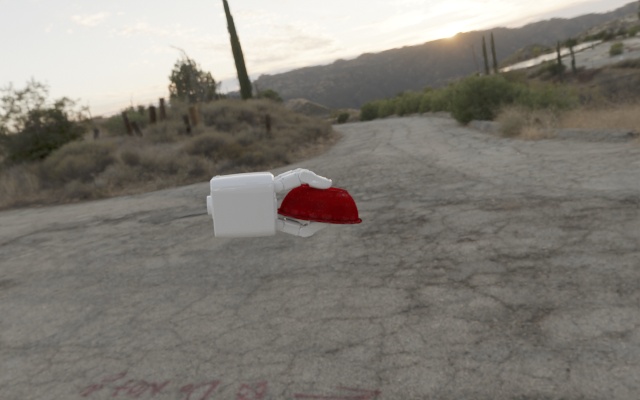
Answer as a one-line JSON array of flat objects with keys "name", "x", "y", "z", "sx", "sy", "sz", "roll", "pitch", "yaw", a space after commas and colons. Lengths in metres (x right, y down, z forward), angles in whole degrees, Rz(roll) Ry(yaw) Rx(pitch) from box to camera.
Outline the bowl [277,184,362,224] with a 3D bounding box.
[{"name": "bowl", "x": 0.001, "y": 0.003, "z": 0.878, "sx": 0.162, "sy": 0.055, "sz": 0.162, "roll": 7, "pitch": 5, "yaw": -1}]
